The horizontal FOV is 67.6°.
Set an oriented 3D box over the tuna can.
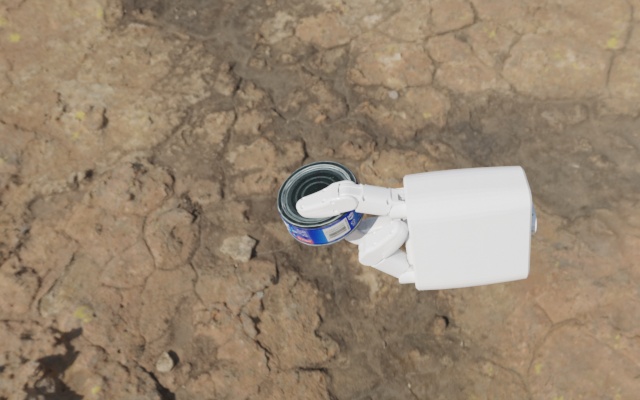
[{"bbox_3d":[0.000,0.001,0.485,0.086,0.086,0.034,0,-36,19],"label":"tuna can"}]
